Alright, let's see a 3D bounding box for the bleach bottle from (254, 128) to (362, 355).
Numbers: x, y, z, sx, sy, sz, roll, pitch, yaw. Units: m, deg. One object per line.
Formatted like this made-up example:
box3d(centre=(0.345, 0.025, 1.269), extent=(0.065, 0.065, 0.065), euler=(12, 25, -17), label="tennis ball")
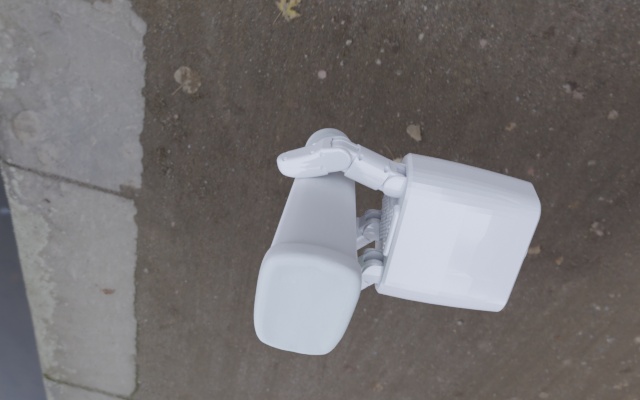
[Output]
box3d(centre=(0.000, 0.001, 0.419), extent=(0.068, 0.103, 0.250), euler=(12, 37, -2), label="bleach bottle")
